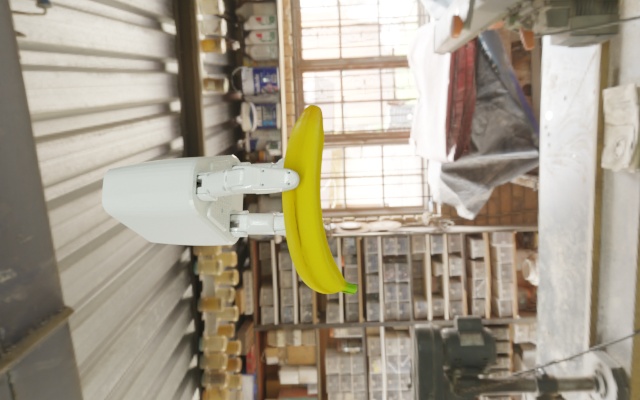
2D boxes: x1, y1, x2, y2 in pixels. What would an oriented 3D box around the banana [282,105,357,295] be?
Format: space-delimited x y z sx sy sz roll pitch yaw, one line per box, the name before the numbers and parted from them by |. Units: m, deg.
banana | -0.008 0.009 0.460 0.037 0.198 0.069 -3 13 31
